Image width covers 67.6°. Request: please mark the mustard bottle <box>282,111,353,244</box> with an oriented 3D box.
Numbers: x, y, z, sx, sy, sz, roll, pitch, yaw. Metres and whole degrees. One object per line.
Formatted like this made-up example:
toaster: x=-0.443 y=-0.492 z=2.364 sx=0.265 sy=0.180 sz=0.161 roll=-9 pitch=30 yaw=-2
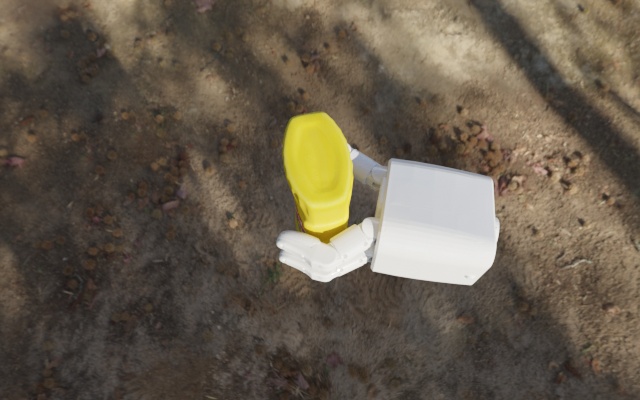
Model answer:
mustard bottle: x=0.000 y=0.001 z=0.484 sx=0.058 sy=0.096 sz=0.192 roll=-13 pitch=-24 yaw=-4
